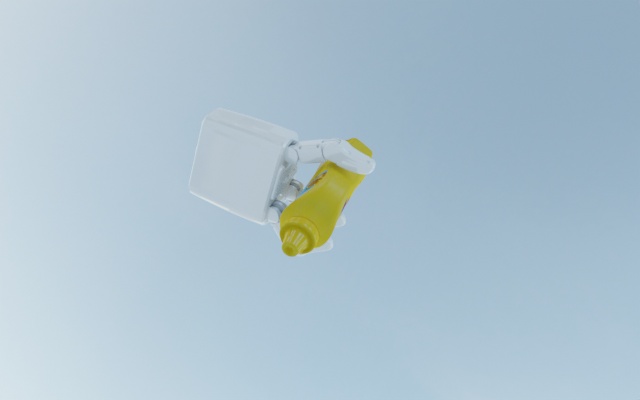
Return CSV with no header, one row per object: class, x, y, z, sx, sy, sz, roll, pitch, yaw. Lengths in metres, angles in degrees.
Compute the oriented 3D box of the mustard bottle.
mustard bottle,0.000,0.002,0.554,0.096,0.058,0.191,-46,6,36
